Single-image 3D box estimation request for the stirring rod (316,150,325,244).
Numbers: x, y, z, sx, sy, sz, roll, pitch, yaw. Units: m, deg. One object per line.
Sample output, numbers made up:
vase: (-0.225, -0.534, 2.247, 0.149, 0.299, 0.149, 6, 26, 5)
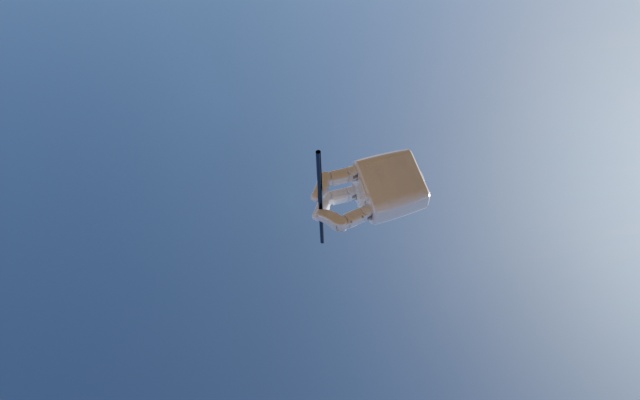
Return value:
stirring rod: (0.000, 0.003, 0.804, 0.011, 0.011, 0.240, 0, -39, 2)
